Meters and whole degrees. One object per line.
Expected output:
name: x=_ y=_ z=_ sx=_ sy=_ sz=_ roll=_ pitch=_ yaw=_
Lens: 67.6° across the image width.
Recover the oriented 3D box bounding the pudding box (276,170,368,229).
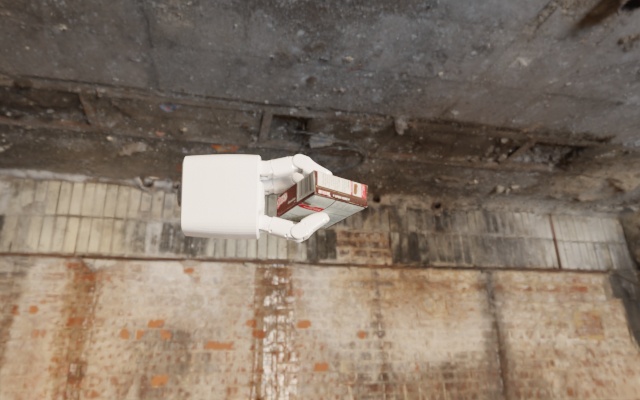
pudding box: x=0.000 y=0.002 z=0.690 sx=0.090 sy=0.039 sz=0.113 roll=14 pitch=-25 yaw=-29
